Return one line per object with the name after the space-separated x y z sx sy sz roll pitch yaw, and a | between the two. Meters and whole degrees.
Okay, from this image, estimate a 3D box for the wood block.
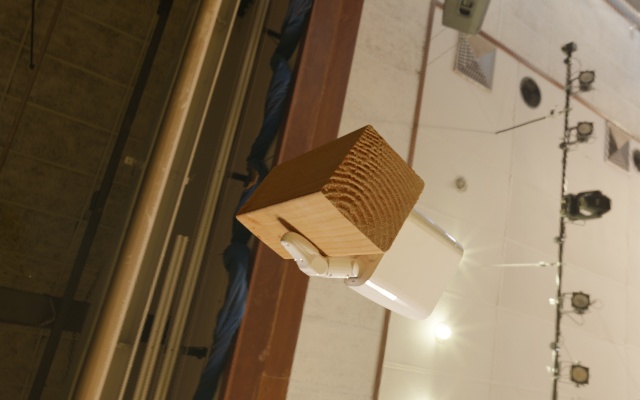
0.000 0.002 0.527 0.090 0.090 0.206 43 -27 -18 | wood block
